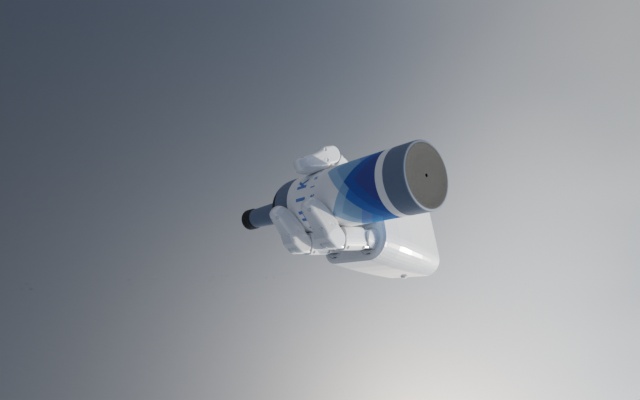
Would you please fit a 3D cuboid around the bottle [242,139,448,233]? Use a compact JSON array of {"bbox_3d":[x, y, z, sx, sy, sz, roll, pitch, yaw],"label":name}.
[{"bbox_3d":[0.000,0.002,0.537,0.069,0.069,0.296,0,-10,-41],"label":"bottle"}]
